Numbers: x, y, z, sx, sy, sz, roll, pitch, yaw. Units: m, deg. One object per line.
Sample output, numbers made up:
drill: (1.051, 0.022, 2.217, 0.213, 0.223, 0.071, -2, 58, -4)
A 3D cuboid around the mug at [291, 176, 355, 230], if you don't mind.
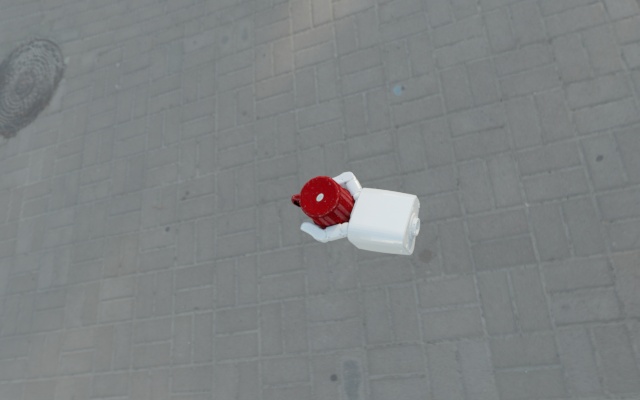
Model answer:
mug: (-0.001, 0.003, 0.899, 0.117, 0.093, 0.081, 7, -15, 24)
